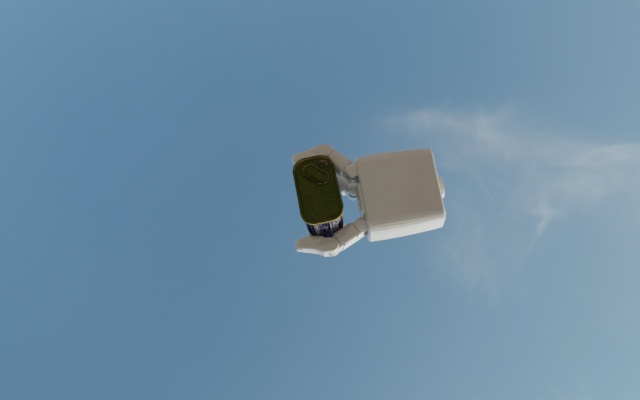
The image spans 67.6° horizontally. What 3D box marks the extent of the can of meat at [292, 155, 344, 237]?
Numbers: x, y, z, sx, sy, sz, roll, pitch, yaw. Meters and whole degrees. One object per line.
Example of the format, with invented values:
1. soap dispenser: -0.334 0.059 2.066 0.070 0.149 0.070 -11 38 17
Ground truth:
1. can of meat: 0.000 0.002 0.667 0.057 0.102 0.084 -12 -27 0
